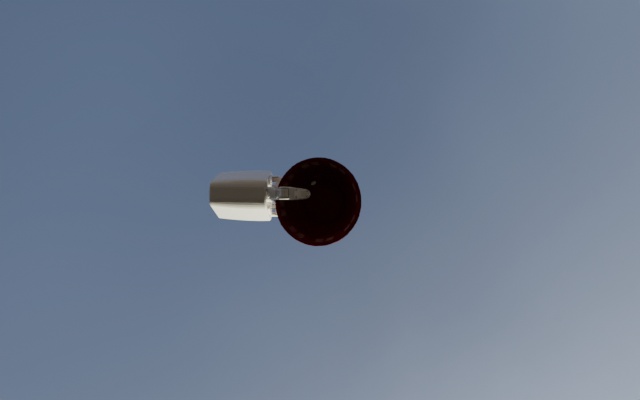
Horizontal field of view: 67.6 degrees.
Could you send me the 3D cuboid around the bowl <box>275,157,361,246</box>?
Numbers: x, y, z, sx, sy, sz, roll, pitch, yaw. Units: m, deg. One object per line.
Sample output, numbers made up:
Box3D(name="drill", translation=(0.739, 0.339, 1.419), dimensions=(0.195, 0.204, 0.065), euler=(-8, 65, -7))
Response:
Box3D(name="bowl", translation=(0.002, 0.003, 0.889), dimensions=(0.162, 0.162, 0.055), euler=(0, -2, 14))
